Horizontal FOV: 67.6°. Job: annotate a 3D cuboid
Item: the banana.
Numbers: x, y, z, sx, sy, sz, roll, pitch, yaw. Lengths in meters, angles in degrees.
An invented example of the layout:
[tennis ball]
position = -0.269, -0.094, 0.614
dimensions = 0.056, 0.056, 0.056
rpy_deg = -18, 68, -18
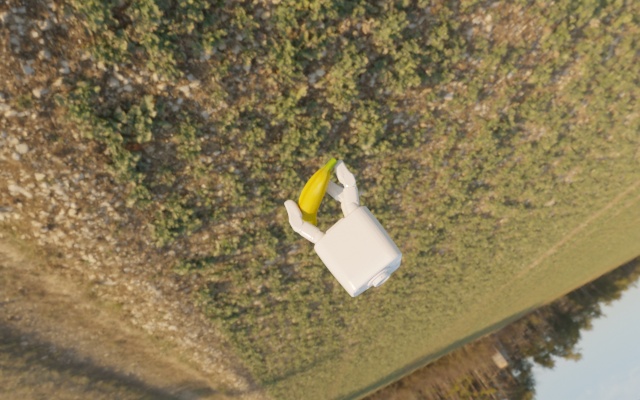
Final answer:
[banana]
position = -0.013, 0.008, 0.873
dimensions = 0.069, 0.037, 0.198
rpy_deg = -27, -25, -32
